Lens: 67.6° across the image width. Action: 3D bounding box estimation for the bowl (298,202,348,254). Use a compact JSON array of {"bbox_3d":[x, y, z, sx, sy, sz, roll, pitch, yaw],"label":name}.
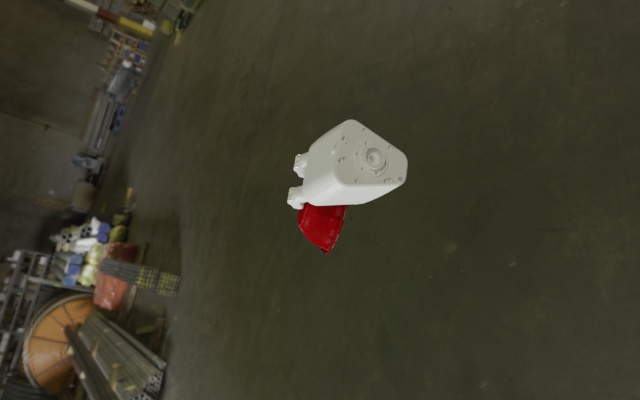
[{"bbox_3d":[-0.001,0.003,0.782,0.055,0.162,0.162,12,-2,-10],"label":"bowl"}]
